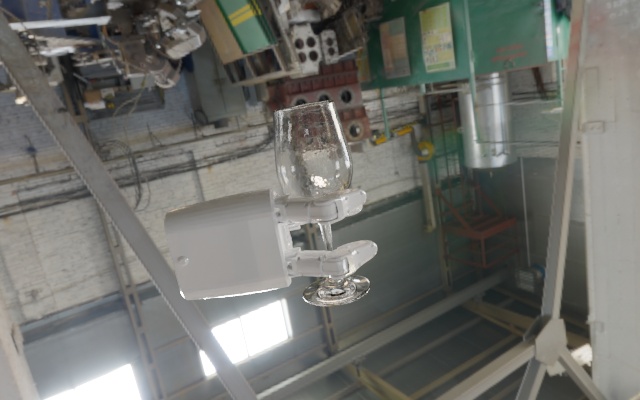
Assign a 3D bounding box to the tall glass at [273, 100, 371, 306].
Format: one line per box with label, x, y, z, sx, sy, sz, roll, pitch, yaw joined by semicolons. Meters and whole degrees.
tall glass;0.000;0.002;0.493;0.079;0.201;0.079;-9;13;2
